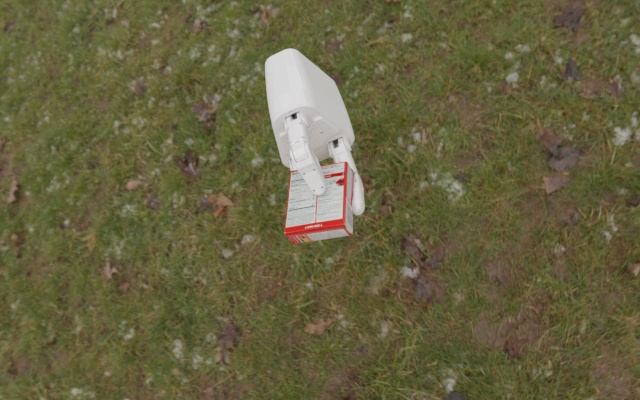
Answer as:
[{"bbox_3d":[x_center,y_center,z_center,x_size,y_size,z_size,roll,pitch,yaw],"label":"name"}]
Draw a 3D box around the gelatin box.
[{"bbox_3d":[0.000,0.002,0.550,0.073,0.089,0.030,-10,-35,20],"label":"gelatin box"}]
